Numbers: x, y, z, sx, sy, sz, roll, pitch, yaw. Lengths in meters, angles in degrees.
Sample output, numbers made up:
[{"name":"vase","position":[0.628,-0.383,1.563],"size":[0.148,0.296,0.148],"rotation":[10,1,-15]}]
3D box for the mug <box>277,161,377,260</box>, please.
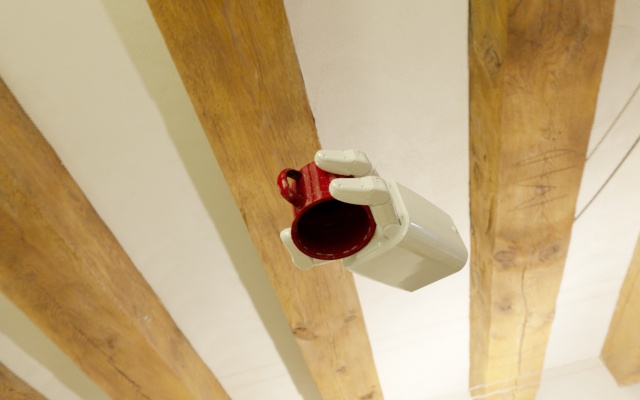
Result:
[{"name":"mug","position":[-0.001,0.001,0.535],"size":[0.117,0.093,0.081],"rotation":[28,30,-27]}]
